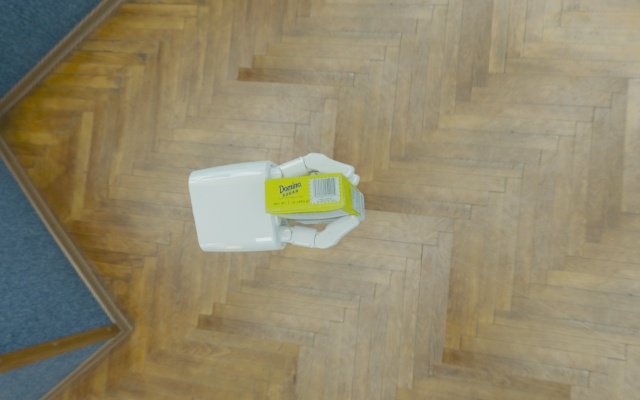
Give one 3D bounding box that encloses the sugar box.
[{"bbox_3d":[0.000,0.001,0.613,0.093,0.048,0.176,-4,-5,11],"label":"sugar box"}]
